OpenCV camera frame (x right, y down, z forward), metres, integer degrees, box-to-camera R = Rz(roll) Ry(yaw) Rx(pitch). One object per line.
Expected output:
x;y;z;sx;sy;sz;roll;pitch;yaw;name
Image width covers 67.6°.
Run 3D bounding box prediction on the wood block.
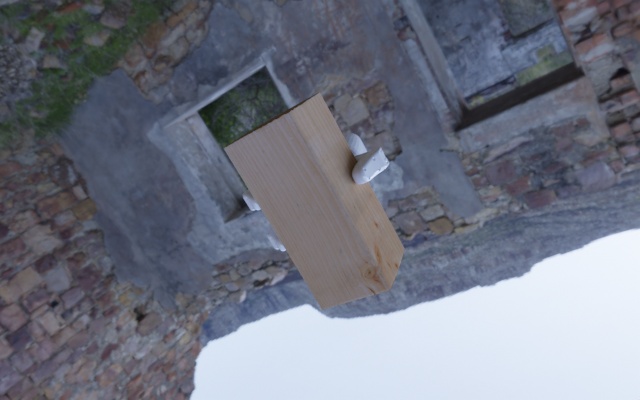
0.001;0.002;0.520;0.091;0.206;0.090;-23;14;28;wood block
